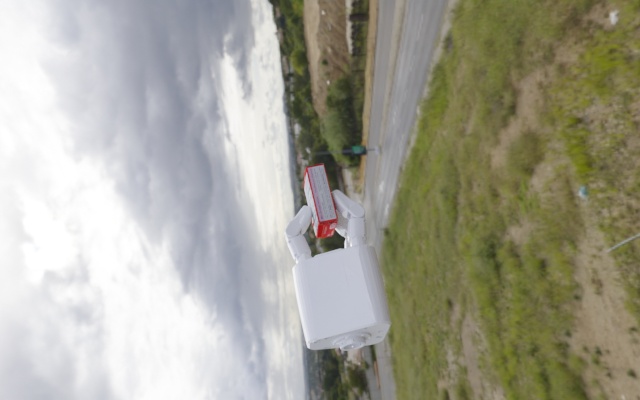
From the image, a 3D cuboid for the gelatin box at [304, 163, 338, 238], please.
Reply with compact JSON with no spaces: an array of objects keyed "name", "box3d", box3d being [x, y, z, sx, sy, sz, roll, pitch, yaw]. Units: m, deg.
[{"name":"gelatin box","box3d":[0.000,0.002,0.686,0.030,0.089,0.073,-12,-18,-8]}]
